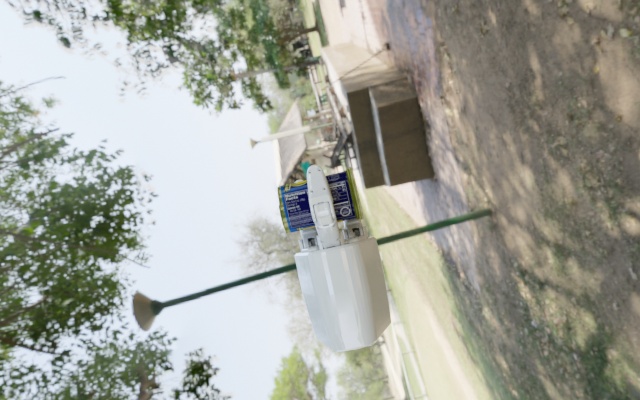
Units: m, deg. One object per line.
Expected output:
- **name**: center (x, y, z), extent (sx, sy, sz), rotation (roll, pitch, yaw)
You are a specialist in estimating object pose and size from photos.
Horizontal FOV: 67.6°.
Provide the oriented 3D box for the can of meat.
- **can of meat**: center (0.000, 0.002, 0.538), extent (0.084, 0.057, 0.102), rotation (-13, -1, 2)
